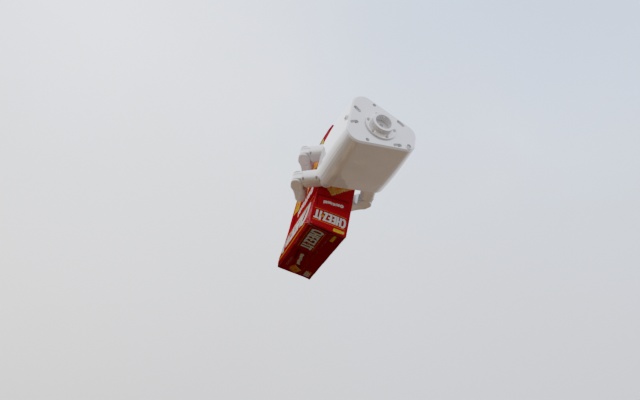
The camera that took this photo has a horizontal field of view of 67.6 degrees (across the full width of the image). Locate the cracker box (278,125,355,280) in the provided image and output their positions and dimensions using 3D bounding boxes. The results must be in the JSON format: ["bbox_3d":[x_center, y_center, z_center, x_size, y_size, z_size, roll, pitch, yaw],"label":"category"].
[{"bbox_3d":[0.000,0.003,0.821,0.072,0.213,0.164,22,-38,-9],"label":"cracker box"}]
